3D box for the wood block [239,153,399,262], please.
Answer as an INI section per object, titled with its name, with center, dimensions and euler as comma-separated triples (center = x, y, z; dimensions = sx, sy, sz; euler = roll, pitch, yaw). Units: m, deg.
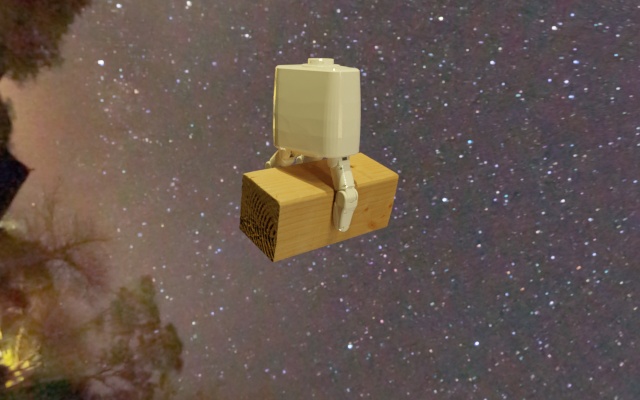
[wood block]
center = 0.000, 0.002, 0.671
dimensions = 0.206, 0.090, 0.090
euler = -14, 35, -36
